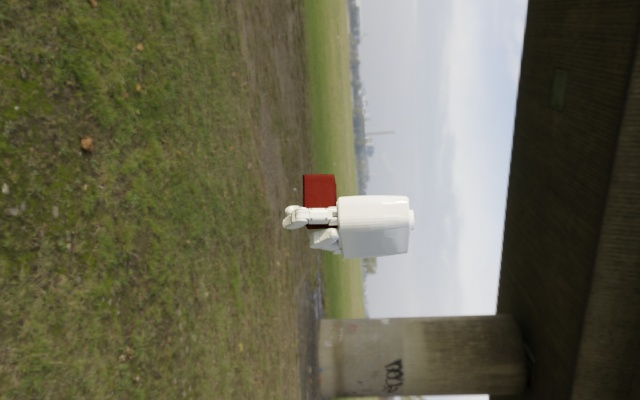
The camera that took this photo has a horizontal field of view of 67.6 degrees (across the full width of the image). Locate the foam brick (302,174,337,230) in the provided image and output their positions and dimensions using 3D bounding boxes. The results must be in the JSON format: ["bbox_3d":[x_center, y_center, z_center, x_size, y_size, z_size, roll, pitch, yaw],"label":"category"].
[{"bbox_3d":[0.000,0.002,0.768,0.051,0.078,0.053,-4,-20,6],"label":"foam brick"}]
